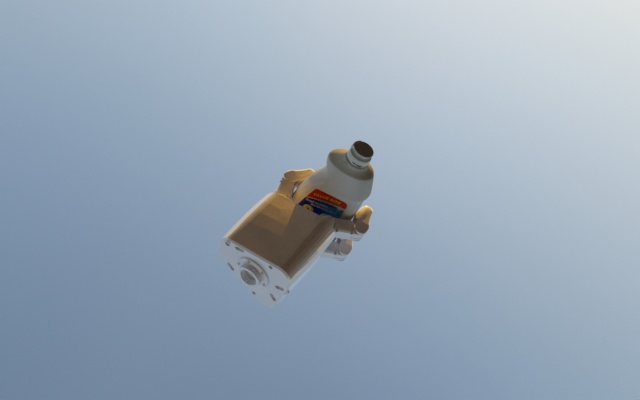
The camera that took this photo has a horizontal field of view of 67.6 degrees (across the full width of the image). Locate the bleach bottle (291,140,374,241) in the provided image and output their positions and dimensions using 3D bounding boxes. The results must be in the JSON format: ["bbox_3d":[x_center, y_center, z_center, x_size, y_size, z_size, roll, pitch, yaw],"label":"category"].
[{"bbox_3d":[0.000,0.002,0.690,0.068,0.102,0.251,-48,-6,-43],"label":"bleach bottle"}]
